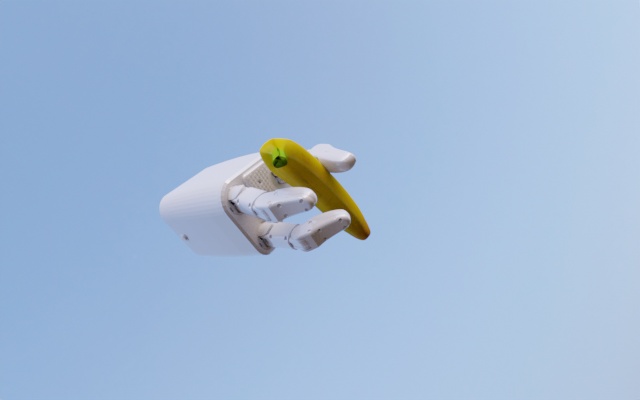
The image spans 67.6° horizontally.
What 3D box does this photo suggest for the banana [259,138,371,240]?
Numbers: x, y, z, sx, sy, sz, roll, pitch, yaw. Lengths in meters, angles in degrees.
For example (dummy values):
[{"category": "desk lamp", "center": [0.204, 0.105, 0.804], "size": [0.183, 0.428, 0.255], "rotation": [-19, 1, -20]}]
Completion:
[{"category": "banana", "center": [-0.008, -0.014, 0.488], "size": [0.037, 0.069, 0.198], "rotation": [-33, -35, 15]}]
